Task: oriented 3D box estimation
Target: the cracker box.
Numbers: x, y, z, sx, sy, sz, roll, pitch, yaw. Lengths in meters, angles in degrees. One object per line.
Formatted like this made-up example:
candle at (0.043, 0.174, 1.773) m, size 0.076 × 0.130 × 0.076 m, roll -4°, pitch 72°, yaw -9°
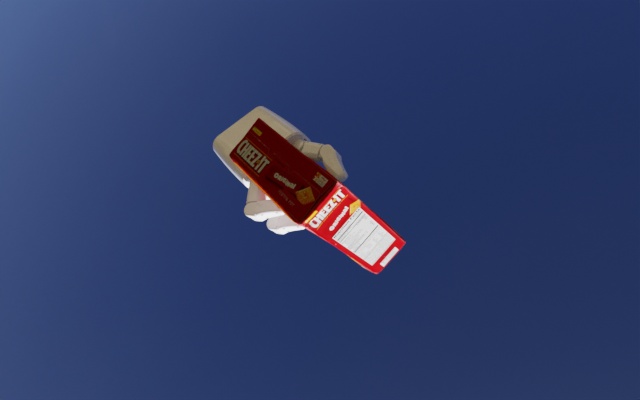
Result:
cracker box at (0.000, 0.002, 0.633) m, size 0.164 × 0.072 × 0.214 m, roll 41°, pitch 2°, yaw 38°
